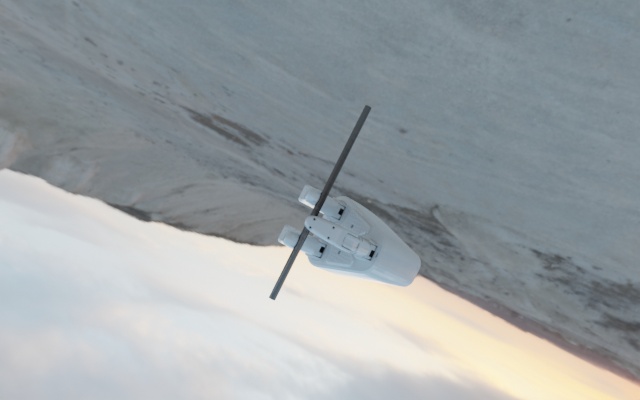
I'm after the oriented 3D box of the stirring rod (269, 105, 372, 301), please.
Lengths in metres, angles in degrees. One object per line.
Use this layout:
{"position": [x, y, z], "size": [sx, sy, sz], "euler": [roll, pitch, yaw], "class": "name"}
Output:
{"position": [0.000, 0.002, 0.534], "size": [0.011, 0.239, 0.011], "euler": [27, -2, 1], "class": "stirring rod"}
